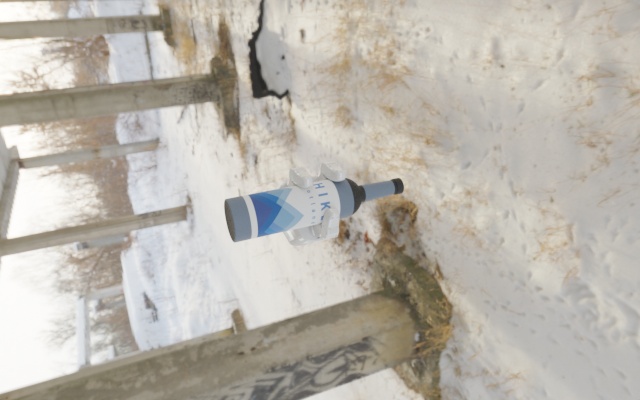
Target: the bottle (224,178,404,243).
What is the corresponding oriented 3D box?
[{"bbox_3d":[0.000,0.003,0.759,0.295,0.069,0.069,-12,4,-21],"label":"bottle"}]
